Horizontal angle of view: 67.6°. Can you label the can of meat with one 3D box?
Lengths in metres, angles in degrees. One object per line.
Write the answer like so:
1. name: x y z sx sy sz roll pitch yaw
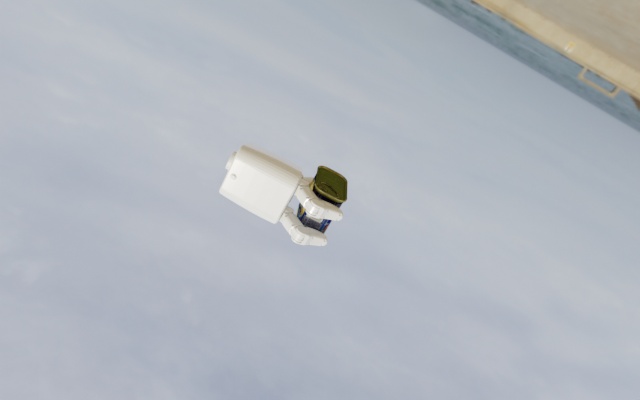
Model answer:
1. can of meat: 0.000 0.003 0.796 0.057 0.084 0.102 26 25 -10
